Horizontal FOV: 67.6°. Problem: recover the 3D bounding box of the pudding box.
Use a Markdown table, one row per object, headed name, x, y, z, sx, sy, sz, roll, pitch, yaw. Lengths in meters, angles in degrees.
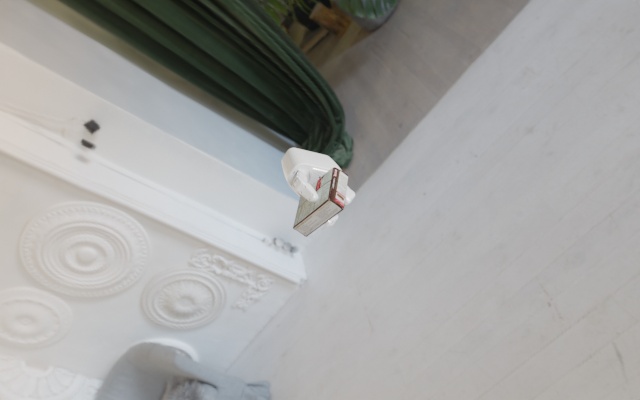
| name | x | y | z | sx | sy | sz | roll | pitch | yaw |
| --- | --- | --- | --- | --- | --- | --- | --- | --- | --- |
| pudding box | 0.000 | 0.003 | 0.886 | 0.039 | 0.090 | 0.113 | 31 | -47 | -21 |
